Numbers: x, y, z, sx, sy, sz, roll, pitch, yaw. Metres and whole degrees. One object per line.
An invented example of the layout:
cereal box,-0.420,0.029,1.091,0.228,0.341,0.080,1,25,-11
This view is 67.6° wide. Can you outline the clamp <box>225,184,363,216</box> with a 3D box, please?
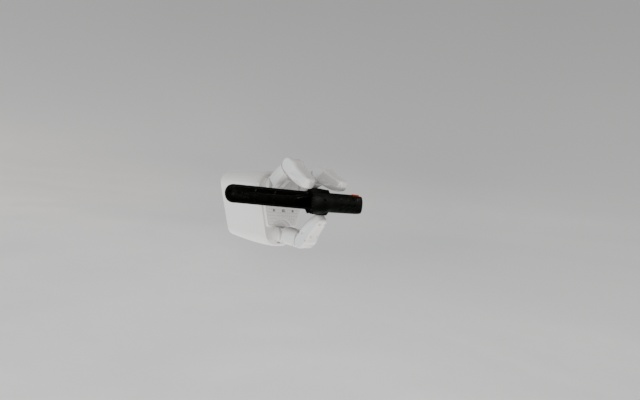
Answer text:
clamp,0.000,0.003,0.651,0.210,0.036,0.164,5,3,-45
